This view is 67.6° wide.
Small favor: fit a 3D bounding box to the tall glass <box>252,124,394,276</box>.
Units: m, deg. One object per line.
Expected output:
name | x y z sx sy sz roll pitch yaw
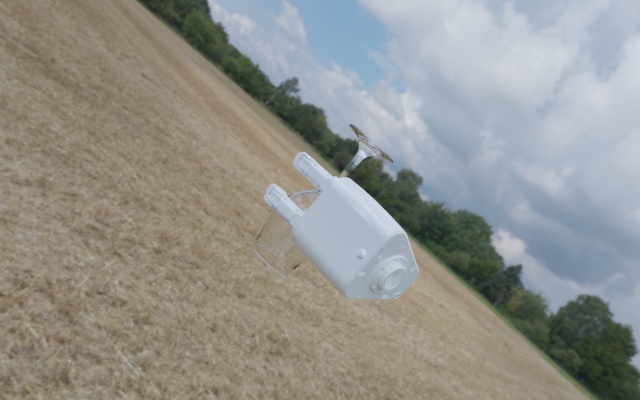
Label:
tall glass | 0.000 0.001 0.613 0.079 0.201 0.079 41 4 -3
